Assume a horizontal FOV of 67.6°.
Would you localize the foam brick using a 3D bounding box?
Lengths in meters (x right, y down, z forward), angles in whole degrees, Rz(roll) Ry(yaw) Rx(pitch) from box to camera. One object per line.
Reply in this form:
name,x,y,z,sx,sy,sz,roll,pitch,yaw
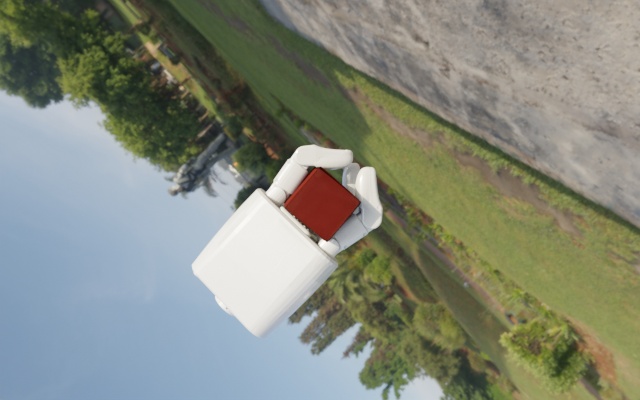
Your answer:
foam brick,0.000,0.001,0.474,0.053,0.051,0.078,41,0,-6
